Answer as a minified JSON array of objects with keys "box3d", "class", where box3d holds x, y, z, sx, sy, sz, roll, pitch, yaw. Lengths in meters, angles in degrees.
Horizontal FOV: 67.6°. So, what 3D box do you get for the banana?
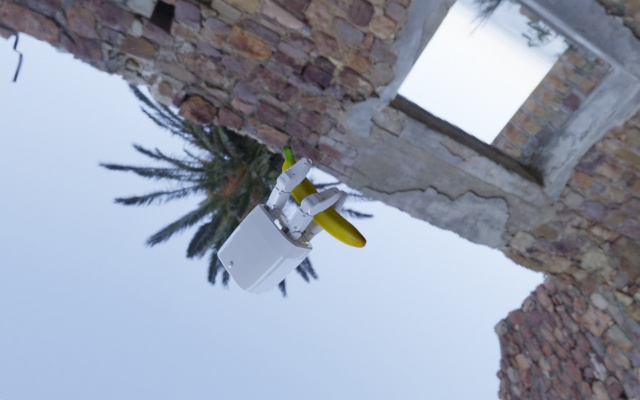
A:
[{"box3d":[-0.003,0.006,0.746,0.037,0.197,0.070,-37,-13,-16],"class":"banana"}]
